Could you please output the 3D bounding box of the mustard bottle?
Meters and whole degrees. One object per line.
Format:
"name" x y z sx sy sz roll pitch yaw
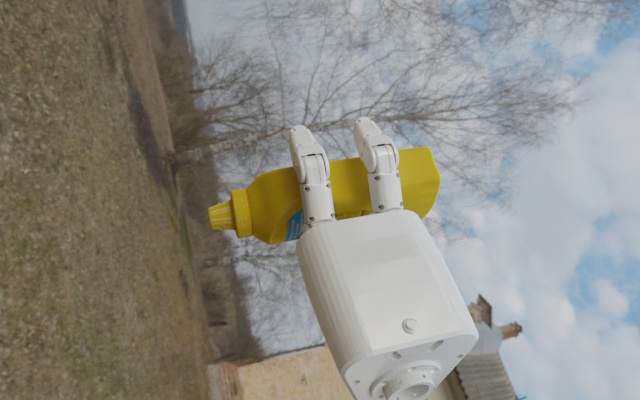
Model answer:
"mustard bottle" 0.000 0.001 0.417 0.191 0.058 0.096 -9 -21 -12
